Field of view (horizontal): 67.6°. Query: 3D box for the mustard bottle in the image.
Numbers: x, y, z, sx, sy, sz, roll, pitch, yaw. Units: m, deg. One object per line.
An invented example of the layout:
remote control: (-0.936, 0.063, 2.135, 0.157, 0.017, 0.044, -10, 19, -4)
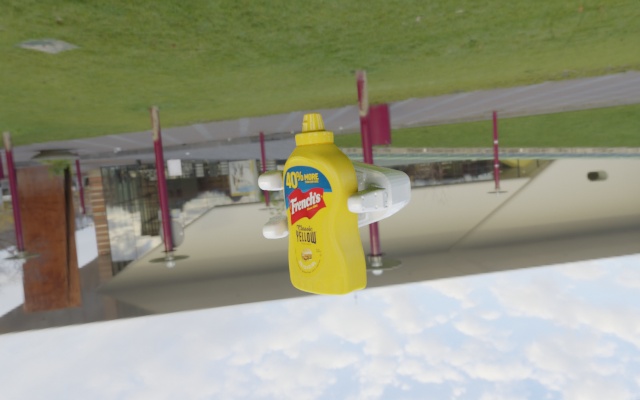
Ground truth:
mustard bottle: (0.000, 0.002, 0.521, 0.058, 0.191, 0.096, -8, 6, -40)
